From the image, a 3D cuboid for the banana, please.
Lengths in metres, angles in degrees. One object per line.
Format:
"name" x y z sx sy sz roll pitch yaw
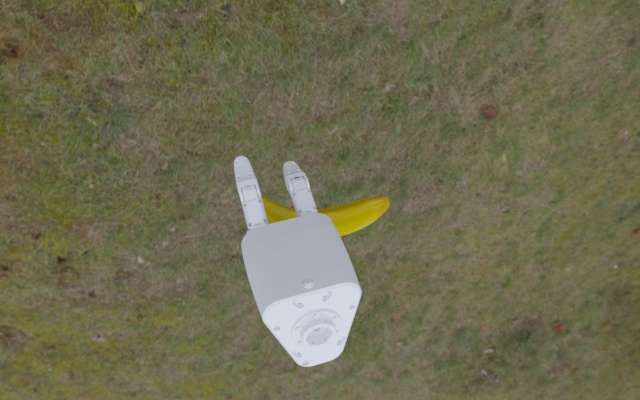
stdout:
"banana" -0.008 0.017 0.585 0.198 0.070 0.037 7 28 -22
